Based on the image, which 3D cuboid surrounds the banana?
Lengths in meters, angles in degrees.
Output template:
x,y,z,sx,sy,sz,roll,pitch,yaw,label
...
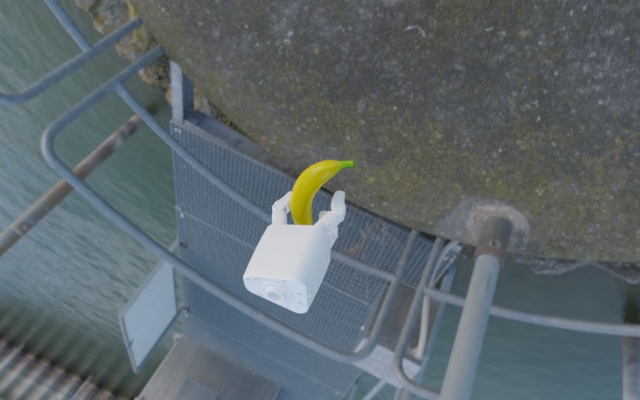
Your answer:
x,y,z,sx,sy,sz,roll,pitch,yaw,label
-0.015,-0.007,0.803,0.069,0.037,0.198,26,-43,-7,banana
